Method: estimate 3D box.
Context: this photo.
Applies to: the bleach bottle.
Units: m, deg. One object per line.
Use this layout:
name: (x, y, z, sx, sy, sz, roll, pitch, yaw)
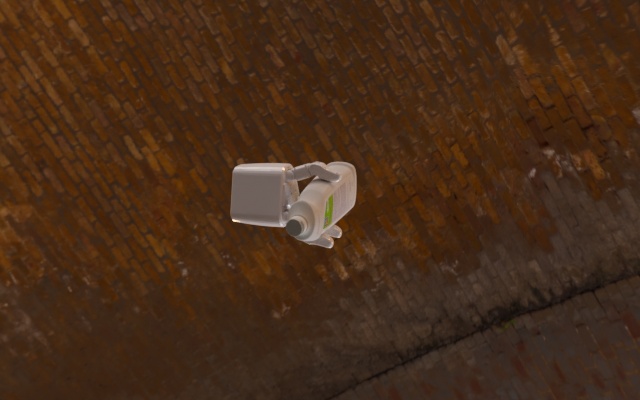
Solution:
bleach bottle: (0.000, 0.003, 0.859, 0.068, 0.102, 0.250, 4, 16, 20)
